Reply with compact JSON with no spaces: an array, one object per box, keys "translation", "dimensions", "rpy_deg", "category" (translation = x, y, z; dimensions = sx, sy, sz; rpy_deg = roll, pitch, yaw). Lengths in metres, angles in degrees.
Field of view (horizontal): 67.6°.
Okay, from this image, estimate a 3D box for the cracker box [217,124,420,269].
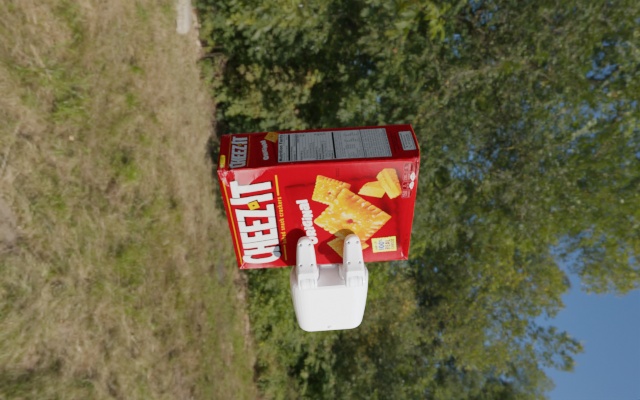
[{"translation":[0.000,0.002,0.558],"dimensions":[0.214,0.164,0.072],"rpy_deg":[-4,43,-2],"category":"cracker box"}]
